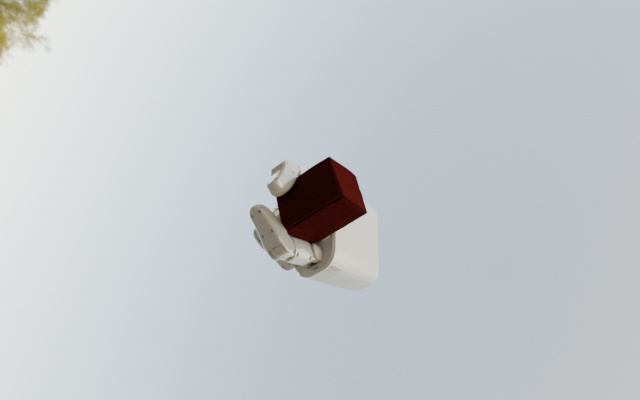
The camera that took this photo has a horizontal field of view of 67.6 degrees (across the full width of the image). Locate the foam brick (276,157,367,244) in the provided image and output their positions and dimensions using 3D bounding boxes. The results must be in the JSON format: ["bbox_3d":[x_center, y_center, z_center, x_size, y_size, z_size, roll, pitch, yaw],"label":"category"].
[{"bbox_3d":[0.000,0.002,0.502,0.078,0.053,0.051,-32,-37,25],"label":"foam brick"}]
